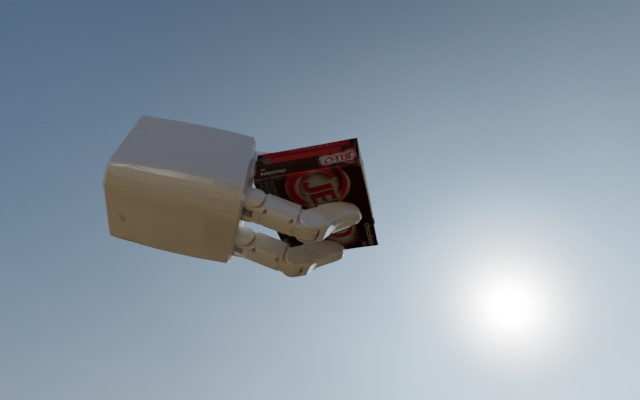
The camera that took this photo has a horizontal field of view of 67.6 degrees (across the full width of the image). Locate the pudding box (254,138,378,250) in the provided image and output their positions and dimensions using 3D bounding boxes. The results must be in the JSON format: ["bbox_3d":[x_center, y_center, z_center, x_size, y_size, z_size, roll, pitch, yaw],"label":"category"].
[{"bbox_3d":[0.000,0.001,0.433,0.090,0.039,0.114,-9,-41,10],"label":"pudding box"}]
